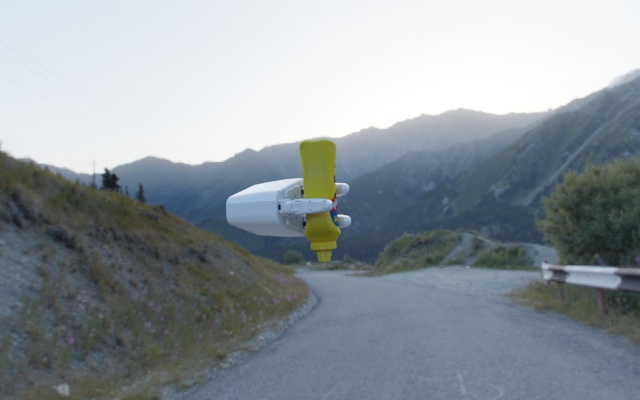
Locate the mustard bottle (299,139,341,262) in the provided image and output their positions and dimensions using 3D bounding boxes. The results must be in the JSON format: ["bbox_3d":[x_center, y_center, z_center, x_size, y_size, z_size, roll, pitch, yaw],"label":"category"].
[{"bbox_3d":[0.000,0.002,0.764,0.058,0.191,0.096,-3,-1,5],"label":"mustard bottle"}]
